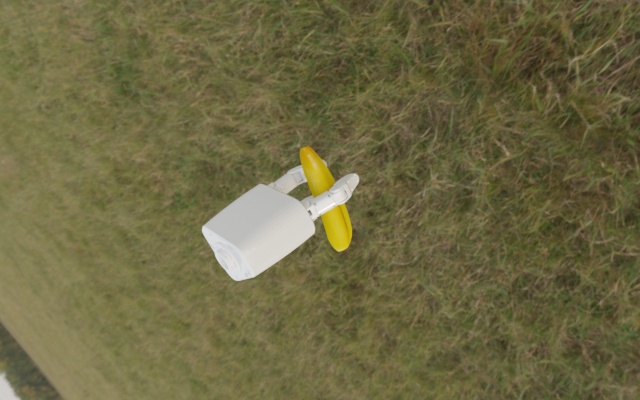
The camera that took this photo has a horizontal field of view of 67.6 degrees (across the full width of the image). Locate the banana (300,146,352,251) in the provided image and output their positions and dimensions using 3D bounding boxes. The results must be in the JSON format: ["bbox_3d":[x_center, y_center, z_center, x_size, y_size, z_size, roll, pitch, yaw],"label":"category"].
[{"bbox_3d":[0.012,0.013,0.693,0.037,0.198,0.069,-34,44,-19],"label":"banana"}]
